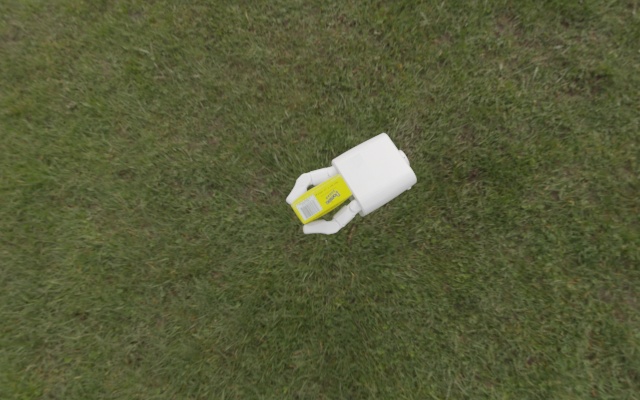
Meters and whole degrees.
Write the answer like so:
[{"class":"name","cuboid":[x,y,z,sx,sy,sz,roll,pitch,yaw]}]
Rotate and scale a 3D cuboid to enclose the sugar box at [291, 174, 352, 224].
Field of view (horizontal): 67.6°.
[{"class":"sugar box","cuboid":[0.001,0.003,0.829,0.093,0.048,0.176,-31,-4,-2]}]
